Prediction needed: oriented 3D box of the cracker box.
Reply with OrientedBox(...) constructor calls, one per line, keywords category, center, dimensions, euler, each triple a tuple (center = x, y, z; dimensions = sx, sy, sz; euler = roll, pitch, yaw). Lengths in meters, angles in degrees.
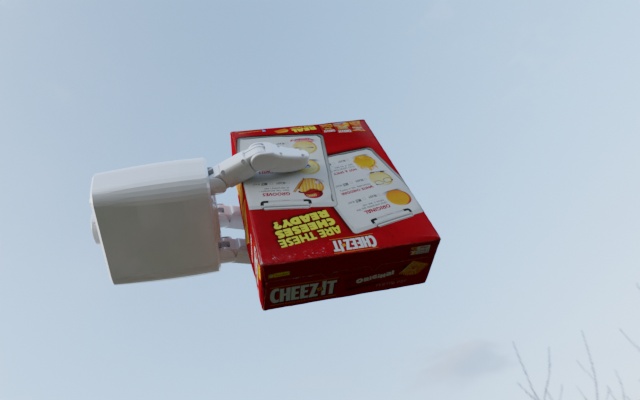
OrientedBox(category="cracker box", center=(0.000, 0.001, 0.499), dimensions=(0.164, 0.072, 0.213), euler=(-7, 41, -13))
